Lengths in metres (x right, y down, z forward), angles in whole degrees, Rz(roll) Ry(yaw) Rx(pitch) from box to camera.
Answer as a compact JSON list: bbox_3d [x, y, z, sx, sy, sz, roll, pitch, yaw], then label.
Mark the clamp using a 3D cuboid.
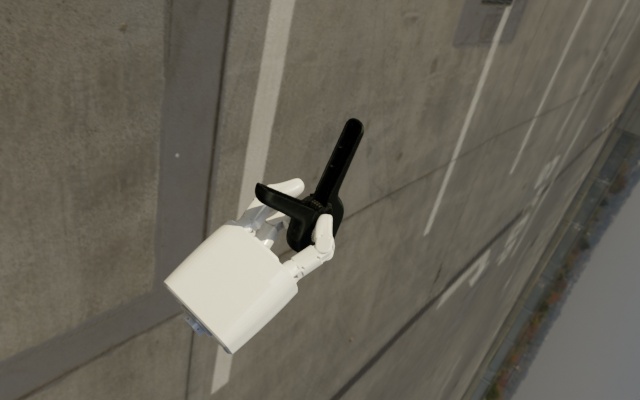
[{"bbox_3d":[0.001,0.003,0.615,0.036,0.164,0.210,37,-24,29],"label":"clamp"}]
